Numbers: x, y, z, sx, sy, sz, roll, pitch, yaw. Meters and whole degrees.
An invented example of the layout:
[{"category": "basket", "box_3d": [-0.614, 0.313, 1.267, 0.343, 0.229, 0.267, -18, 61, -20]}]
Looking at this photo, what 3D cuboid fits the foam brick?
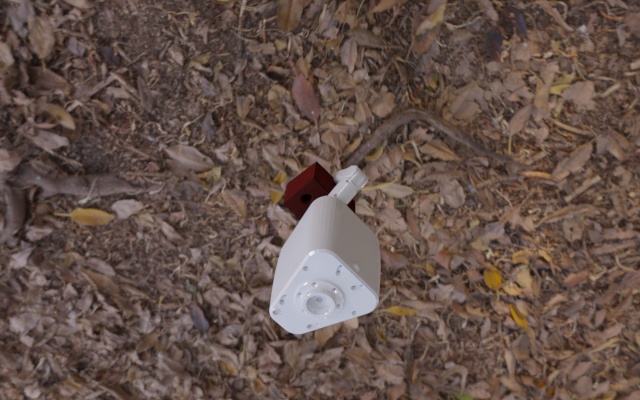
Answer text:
[{"category": "foam brick", "box_3d": [0.000, 0.002, 0.589, 0.053, 0.078, 0.051, -38, 19, 21]}]
